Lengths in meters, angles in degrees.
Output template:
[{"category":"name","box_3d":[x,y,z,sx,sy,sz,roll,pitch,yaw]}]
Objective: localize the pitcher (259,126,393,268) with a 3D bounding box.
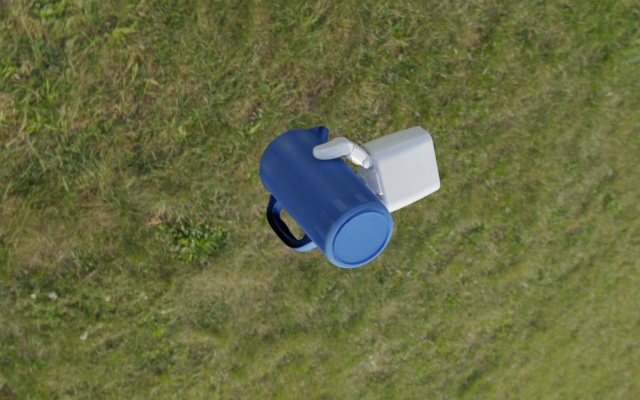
[{"category":"pitcher","box_3d":[0.000,0.002,0.743,0.145,0.149,0.242,-21,38,-16]}]
